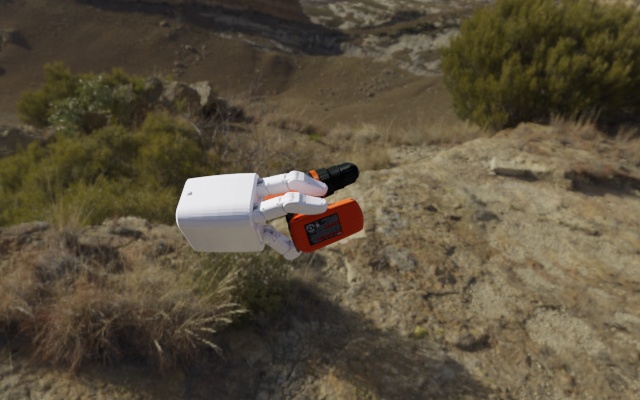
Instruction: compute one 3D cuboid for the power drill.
[{"bbox_3d":[0.000,0.003,0.750,0.184,0.057,0.187,-23,23,-9],"label":"power drill"}]
